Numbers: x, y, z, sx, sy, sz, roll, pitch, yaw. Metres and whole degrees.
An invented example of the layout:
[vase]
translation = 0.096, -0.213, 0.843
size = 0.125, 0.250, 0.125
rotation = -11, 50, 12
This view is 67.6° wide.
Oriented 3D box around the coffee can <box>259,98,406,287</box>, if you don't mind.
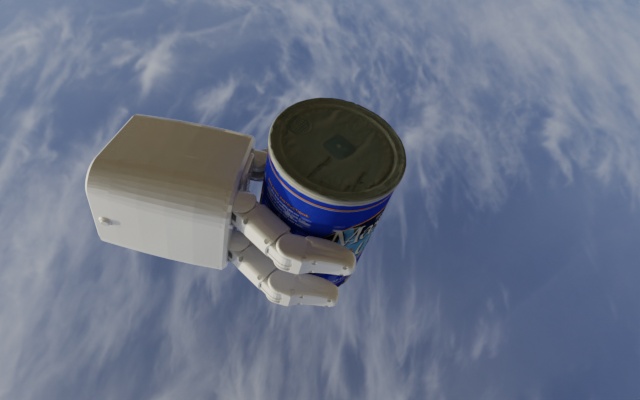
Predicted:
[coffee can]
translation = 0.000, 0.001, 0.400
size = 0.103, 0.102, 0.140
rotation = 0, -37, -14
